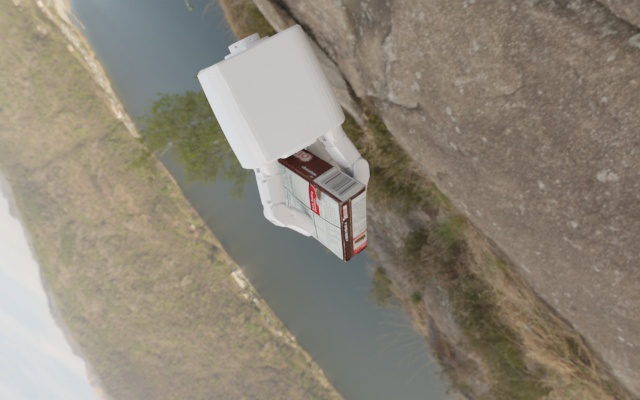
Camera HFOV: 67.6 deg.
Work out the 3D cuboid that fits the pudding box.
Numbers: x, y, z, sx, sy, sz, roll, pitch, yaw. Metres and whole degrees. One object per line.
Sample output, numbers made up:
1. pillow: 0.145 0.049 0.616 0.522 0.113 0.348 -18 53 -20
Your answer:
1. pudding box: 0.000 0.002 0.525 0.039 0.090 0.113 -32 47 -25
